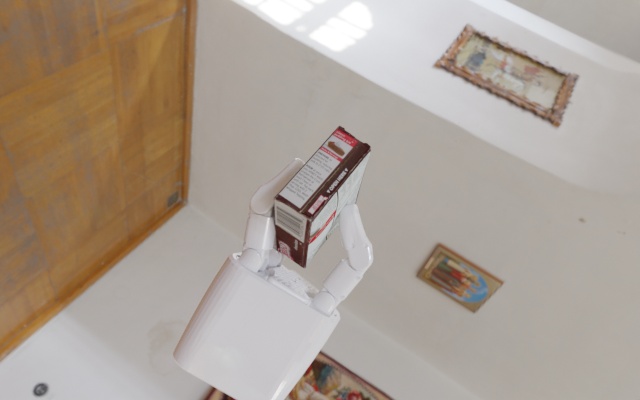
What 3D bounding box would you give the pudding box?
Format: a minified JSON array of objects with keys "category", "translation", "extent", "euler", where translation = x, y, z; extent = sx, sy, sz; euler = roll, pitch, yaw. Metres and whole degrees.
[{"category":"pudding box","translation":[0.000,0.002,0.428],"extent":[0.039,0.090,0.113],"euler":[34,-24,11]}]
